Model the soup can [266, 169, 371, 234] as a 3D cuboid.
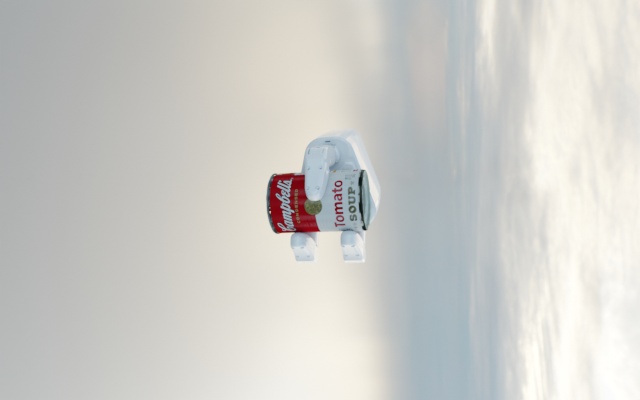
[{"bbox_3d":[0.000,0.002,0.519,0.102,0.068,0.068,-2,-1,13],"label":"soup can"}]
